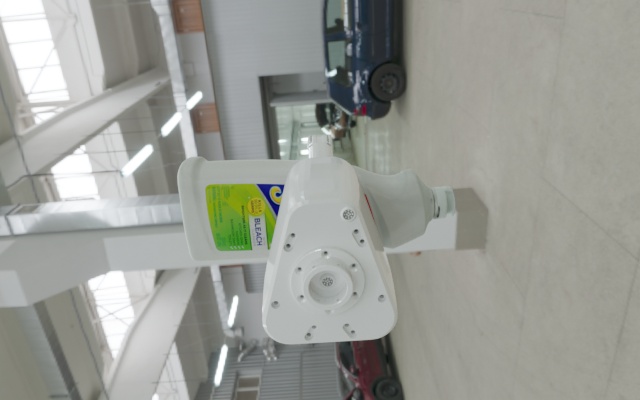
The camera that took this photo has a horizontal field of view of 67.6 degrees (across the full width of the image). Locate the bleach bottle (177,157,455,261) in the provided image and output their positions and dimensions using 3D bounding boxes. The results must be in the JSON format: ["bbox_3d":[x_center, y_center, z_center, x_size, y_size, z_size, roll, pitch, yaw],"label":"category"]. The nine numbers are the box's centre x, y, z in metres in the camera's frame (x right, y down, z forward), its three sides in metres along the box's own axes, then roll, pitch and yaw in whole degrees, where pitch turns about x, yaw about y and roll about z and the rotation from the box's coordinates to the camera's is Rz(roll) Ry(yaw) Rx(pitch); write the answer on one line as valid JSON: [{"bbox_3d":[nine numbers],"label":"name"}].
[{"bbox_3d":[0.000,0.002,0.458,0.251,0.102,0.068,-4,17,1],"label":"bleach bottle"}]
